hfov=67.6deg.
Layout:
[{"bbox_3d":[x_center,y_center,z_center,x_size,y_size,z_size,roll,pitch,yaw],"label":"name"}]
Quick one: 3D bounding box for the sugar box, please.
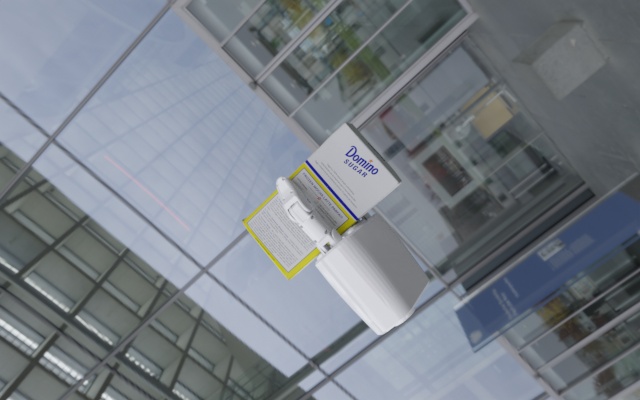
[{"bbox_3d":[0.000,0.002,0.563,0.176,0.093,0.048,-42,-6,14],"label":"sugar box"}]
